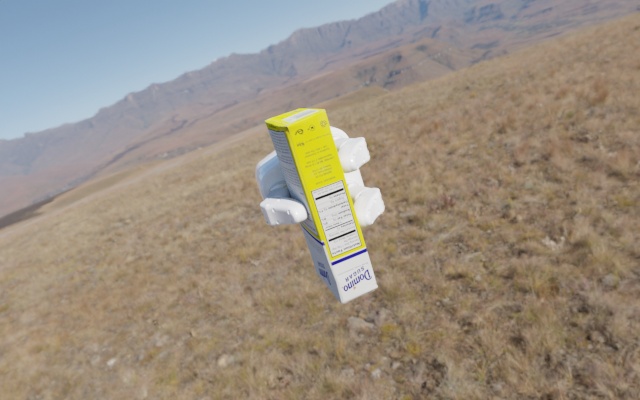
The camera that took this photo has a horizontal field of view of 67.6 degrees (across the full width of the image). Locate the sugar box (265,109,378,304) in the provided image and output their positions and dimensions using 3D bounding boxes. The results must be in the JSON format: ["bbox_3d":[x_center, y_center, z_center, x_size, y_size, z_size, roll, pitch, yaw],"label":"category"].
[{"bbox_3d":[0.001,0.001,0.464,0.048,0.176,0.093,-23,17,-11],"label":"sugar box"}]
